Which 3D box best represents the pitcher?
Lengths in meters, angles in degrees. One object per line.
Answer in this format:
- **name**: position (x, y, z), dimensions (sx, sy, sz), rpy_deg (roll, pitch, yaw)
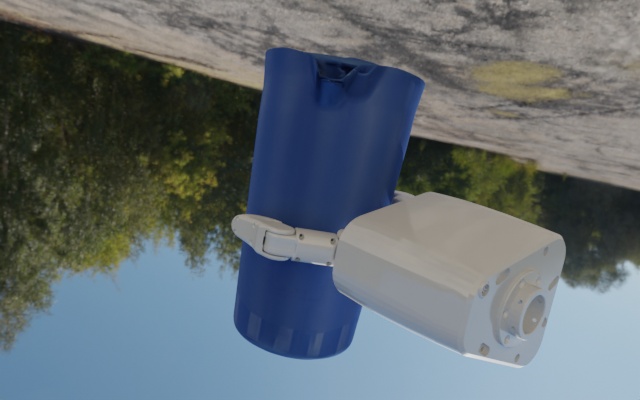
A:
- **pitcher**: position (0.000, 0.001, 0.420), dimensions (0.149, 0.243, 0.145), rpy_deg (5, 10, -40)
